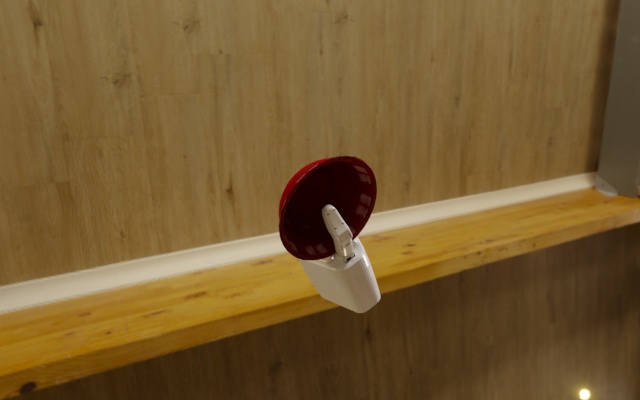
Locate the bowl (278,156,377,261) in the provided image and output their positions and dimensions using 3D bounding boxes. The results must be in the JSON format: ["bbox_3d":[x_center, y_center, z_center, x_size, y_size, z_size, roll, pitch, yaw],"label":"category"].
[{"bbox_3d":[0.000,0.001,0.668,0.162,0.162,0.055,0,27,-39],"label":"bowl"}]
